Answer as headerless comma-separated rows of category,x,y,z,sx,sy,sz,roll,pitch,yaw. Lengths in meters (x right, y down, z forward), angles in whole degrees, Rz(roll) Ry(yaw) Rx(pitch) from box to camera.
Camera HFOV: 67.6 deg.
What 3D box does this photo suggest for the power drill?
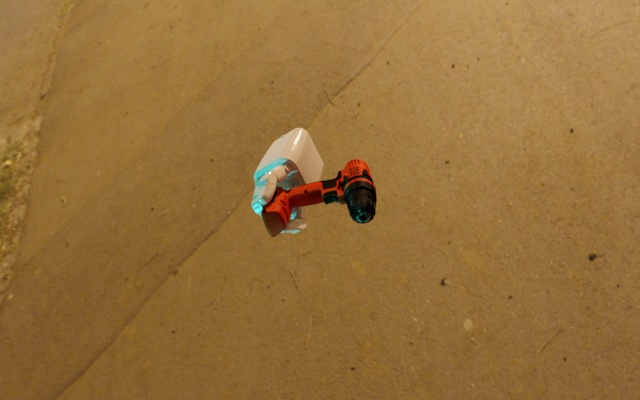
power drill,0.000,0.003,0.789,0.187,0.057,0.184,-15,24,8
